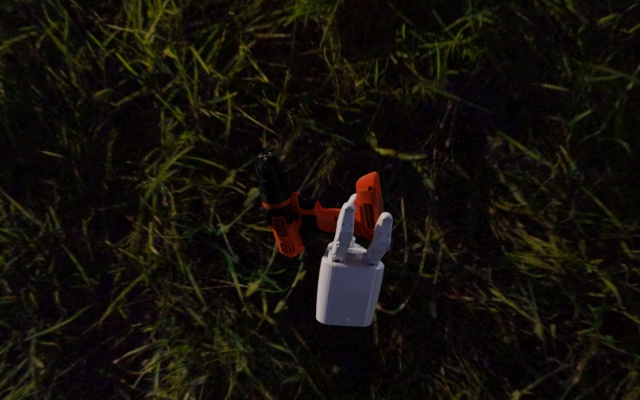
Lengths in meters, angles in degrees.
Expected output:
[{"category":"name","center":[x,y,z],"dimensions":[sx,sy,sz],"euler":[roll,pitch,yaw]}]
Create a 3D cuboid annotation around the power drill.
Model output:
[{"category":"power drill","center":[0.001,0.003,0.743],"dimensions":[0.187,0.184,0.057],"euler":[-4,32,17]}]
